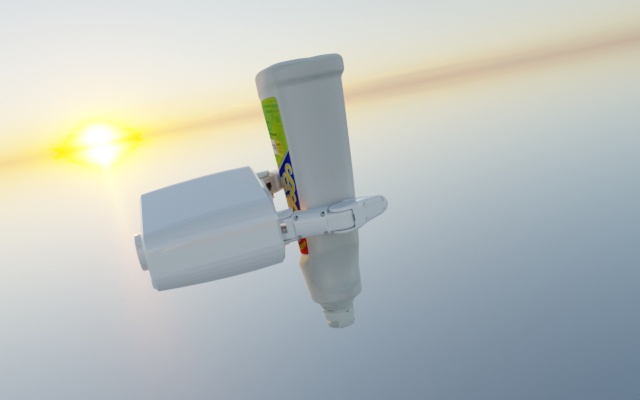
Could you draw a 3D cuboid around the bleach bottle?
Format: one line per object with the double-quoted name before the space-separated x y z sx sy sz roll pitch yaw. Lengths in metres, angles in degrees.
"bleach bottle" 0.000 0.001 0.443 0.068 0.251 0.102 -14 12 -16
